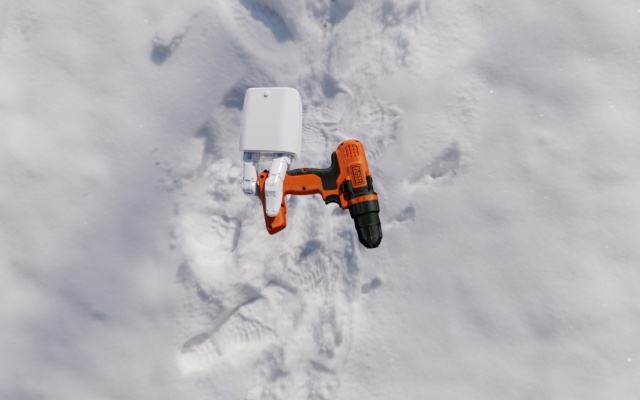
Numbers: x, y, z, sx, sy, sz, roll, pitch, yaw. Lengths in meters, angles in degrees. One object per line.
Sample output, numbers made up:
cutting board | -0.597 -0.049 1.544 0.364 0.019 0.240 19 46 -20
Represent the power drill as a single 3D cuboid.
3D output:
power drill | 0.000 0.002 0.784 0.187 0.184 0.057 -11 -14 -2
